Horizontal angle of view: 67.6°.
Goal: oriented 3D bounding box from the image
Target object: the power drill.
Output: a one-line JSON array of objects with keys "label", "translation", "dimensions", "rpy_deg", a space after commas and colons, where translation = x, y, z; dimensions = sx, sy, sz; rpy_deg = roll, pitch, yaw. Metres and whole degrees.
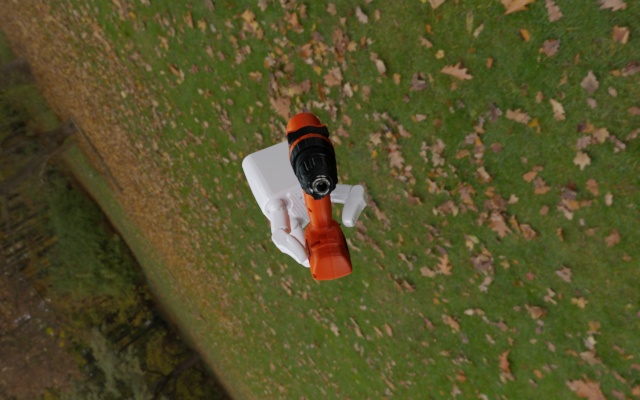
[{"label": "power drill", "translation": [0.000, 0.002, 0.584], "dimensions": [0.057, 0.188, 0.184], "rpy_deg": [-9, 29, -1]}]
